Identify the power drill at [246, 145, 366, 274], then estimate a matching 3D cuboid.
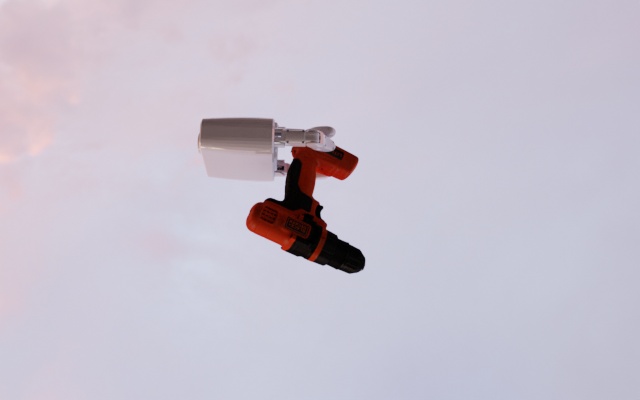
[{"bbox_3d":[0.000,0.002,0.716,0.184,0.187,0.057,26,-35,-13],"label":"power drill"}]
